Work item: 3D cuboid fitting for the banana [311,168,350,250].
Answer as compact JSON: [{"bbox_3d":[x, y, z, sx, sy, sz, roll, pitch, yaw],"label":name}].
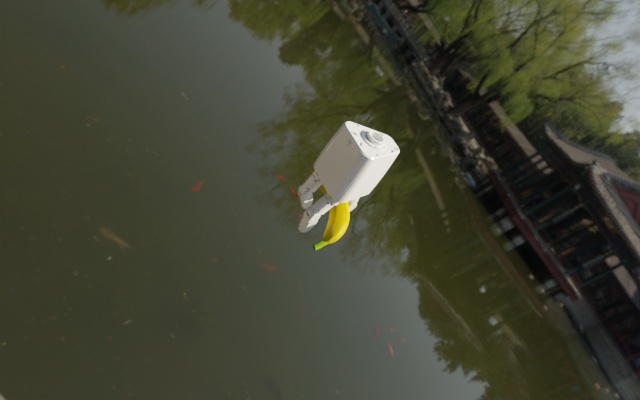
[{"bbox_3d":[0.019,0.007,0.899,0.069,0.197,0.037,3,-42,-6],"label":"banana"}]
